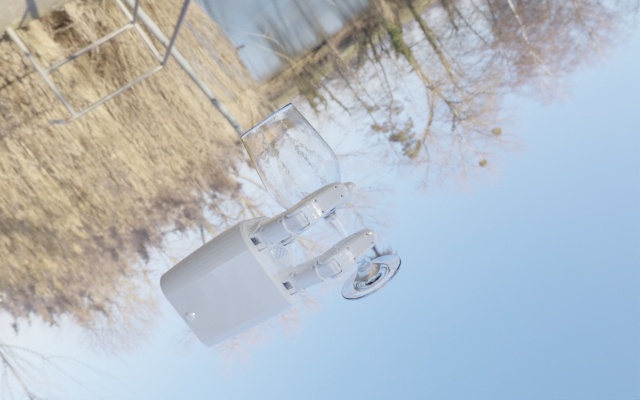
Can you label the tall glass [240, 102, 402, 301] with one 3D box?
[{"bbox_3d":[0.001,0.002,0.489,0.079,0.201,0.079,-32,13,8],"label":"tall glass"}]
